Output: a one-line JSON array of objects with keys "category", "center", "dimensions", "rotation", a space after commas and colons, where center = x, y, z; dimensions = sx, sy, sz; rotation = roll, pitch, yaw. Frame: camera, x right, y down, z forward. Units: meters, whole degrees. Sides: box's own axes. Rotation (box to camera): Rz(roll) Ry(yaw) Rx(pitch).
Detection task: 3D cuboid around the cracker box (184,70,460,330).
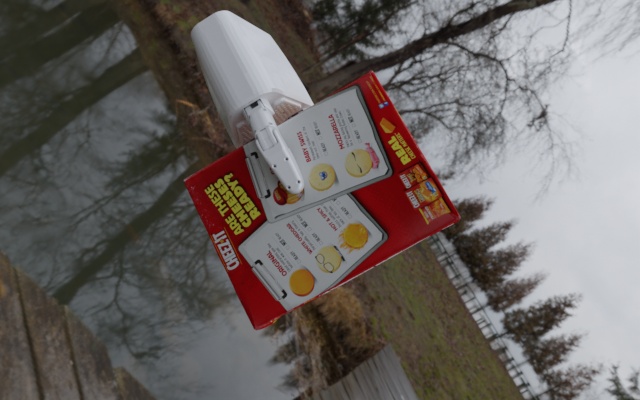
[{"category": "cracker box", "center": [0.000, 0.001, 0.471], "dimensions": [0.214, 0.164, 0.072], "rotation": [-30, -12, 6]}]
